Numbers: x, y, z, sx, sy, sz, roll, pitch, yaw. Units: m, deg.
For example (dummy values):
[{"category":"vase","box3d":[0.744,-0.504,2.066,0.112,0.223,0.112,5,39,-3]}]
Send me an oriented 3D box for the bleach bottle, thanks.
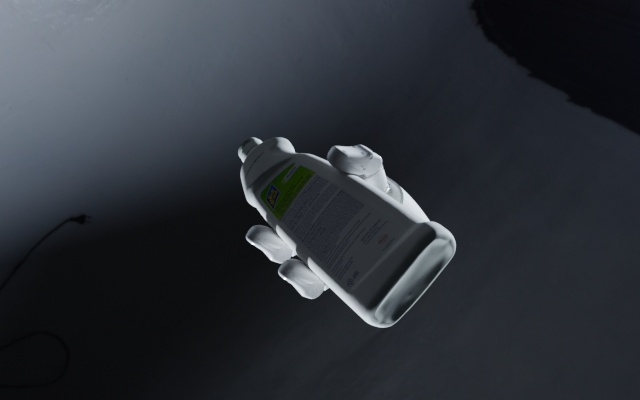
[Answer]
[{"category":"bleach bottle","box3d":[0.000,0.002,0.459,0.250,0.102,0.068,42,4,37]}]
